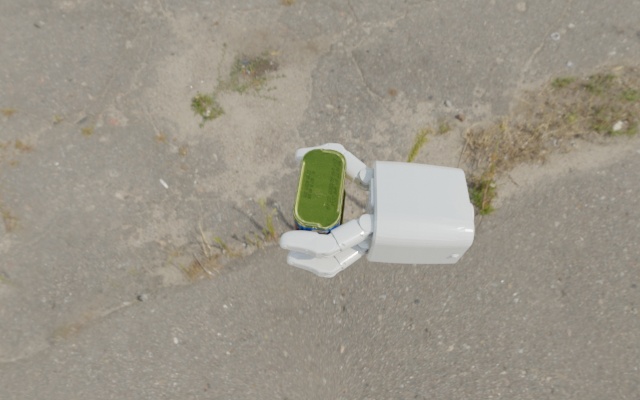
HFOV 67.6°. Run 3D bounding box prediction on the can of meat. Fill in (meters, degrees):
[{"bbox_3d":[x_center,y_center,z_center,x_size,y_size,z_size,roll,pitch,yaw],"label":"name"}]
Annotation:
[{"bbox_3d":[0.000,0.002,0.554,0.057,0.102,0.084,6,-25,3],"label":"can of meat"}]
